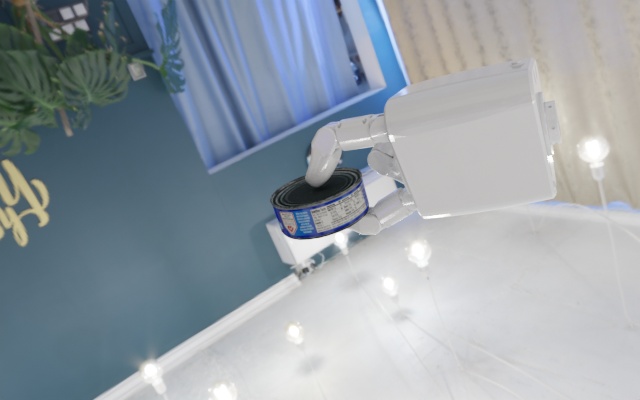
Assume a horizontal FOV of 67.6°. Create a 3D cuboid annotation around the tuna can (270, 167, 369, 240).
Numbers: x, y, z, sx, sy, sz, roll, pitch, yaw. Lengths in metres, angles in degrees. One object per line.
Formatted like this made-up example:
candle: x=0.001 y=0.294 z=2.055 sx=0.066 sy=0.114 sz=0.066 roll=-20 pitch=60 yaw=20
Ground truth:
tuna can: x=0.000 y=0.002 z=0.433 sx=0.086 sy=0.034 sz=0.086 roll=-15 pitch=20 yaw=6
